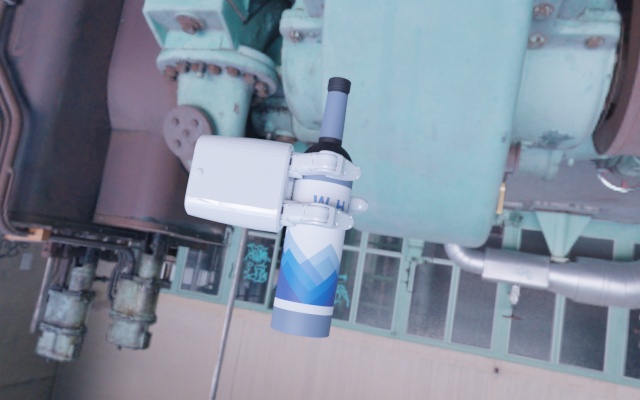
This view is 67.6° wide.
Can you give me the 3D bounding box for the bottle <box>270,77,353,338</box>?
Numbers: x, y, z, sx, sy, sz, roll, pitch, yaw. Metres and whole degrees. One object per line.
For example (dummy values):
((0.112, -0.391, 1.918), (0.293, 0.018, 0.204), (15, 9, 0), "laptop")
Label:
((0.000, 0.002, 0.550), (0.069, 0.295, 0.069), (9, -7, 1), "bottle")
